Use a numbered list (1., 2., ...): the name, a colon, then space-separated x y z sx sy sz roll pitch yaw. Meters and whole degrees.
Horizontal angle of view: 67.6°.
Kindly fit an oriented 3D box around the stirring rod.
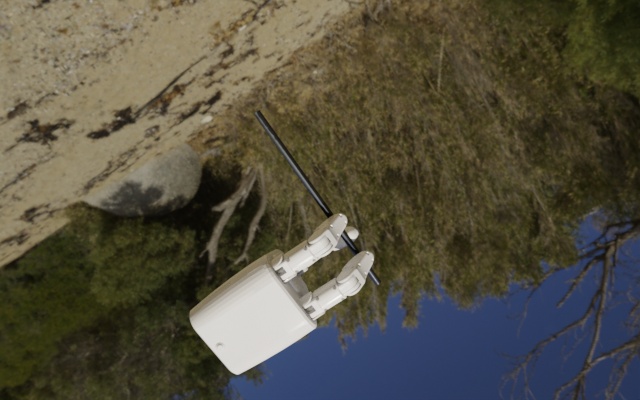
1. stirring rod: 0.000 0.002 0.533 0.011 0.239 0.011 -33 14 9
